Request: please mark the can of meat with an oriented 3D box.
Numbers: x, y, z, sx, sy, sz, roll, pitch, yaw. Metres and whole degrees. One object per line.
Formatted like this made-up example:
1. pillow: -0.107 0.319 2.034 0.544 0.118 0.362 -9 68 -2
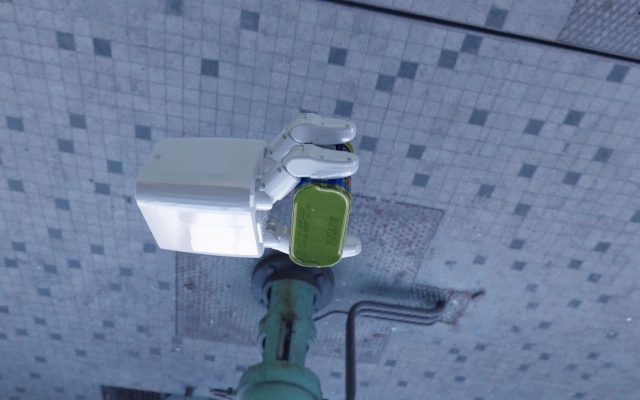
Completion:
1. can of meat: 0.000 0.002 0.461 0.057 0.102 0.084 6 37 -1
